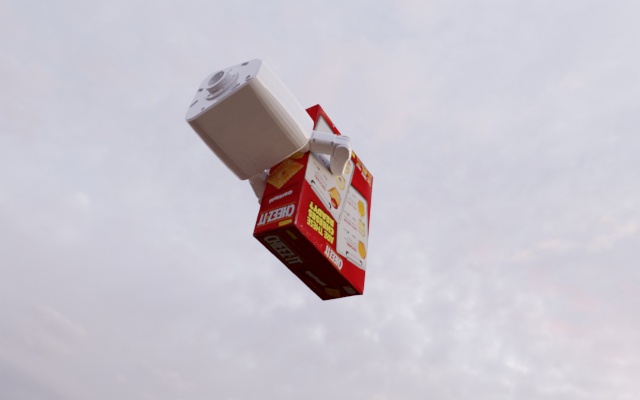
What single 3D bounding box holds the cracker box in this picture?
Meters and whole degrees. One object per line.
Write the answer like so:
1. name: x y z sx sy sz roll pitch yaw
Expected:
1. cracker box: 0.000 0.002 0.648 0.072 0.213 0.164 -17 -47 29
